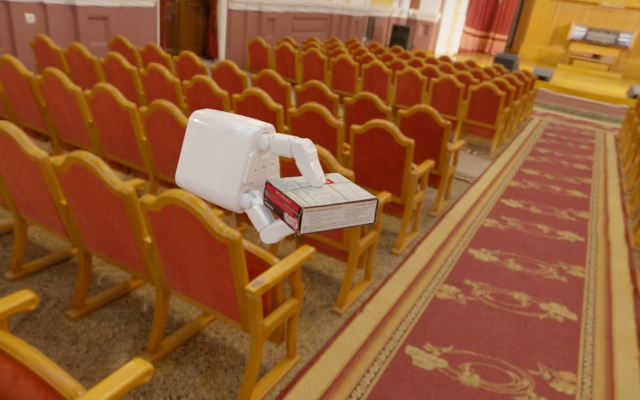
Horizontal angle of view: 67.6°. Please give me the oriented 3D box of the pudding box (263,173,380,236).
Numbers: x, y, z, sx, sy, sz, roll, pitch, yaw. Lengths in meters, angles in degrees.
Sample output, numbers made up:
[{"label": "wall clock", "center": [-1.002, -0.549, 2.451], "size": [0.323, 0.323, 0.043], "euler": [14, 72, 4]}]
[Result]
[{"label": "pudding box", "center": [0.000, 0.002, 0.576], "size": [0.113, 0.039, 0.090], "euler": [-8, 28, -32]}]
